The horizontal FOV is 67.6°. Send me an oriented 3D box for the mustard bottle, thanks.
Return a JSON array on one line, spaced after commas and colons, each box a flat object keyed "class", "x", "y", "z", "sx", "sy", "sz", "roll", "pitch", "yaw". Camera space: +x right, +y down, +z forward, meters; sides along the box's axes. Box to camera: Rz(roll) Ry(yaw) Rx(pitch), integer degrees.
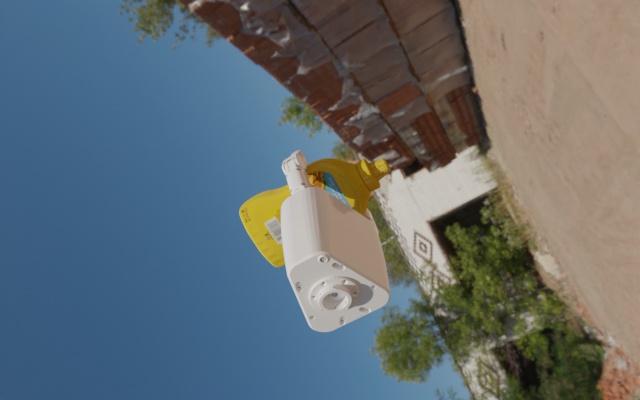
[{"class": "mustard bottle", "x": 0.000, "y": 0.002, "z": 0.601, "sx": 0.191, "sy": 0.096, "sz": 0.058, "roll": -29, "pitch": 9, "yaw": 14}]
